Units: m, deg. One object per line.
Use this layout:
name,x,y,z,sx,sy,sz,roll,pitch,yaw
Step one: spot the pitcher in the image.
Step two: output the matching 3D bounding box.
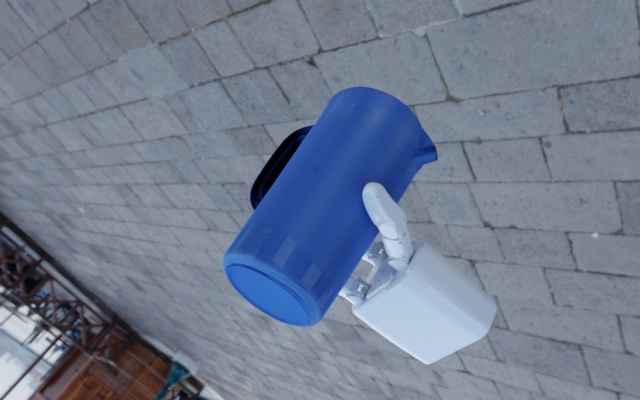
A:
pitcher,0.000,0.002,0.504,0.145,0.242,0.149,39,-32,-7
